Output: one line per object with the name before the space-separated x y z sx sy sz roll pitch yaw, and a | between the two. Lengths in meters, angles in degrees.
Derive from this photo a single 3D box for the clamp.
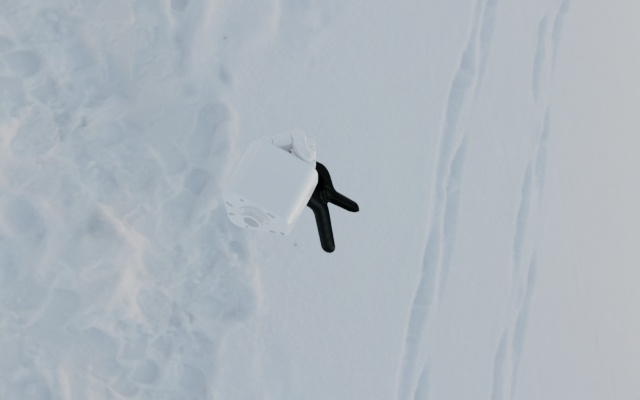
clamp | 0.001 0.002 0.810 0.039 0.120 0.171 -16 -52 38
